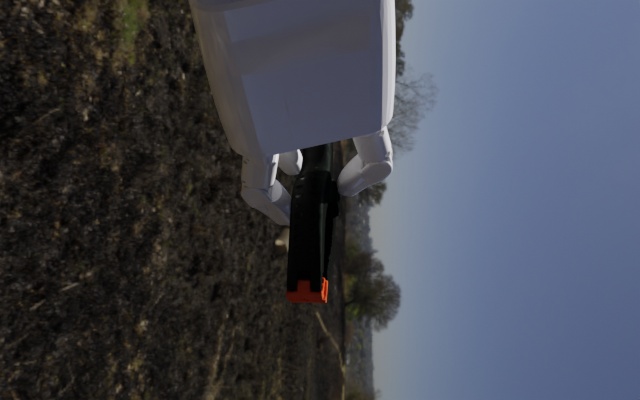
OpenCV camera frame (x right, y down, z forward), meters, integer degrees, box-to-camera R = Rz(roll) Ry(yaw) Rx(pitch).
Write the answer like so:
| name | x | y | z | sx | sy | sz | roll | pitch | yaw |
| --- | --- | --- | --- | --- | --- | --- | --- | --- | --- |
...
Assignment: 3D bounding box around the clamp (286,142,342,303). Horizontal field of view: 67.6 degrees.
| name | x | y | z | sx | sy | sz | roll | pitch | yaw |
| --- | --- | --- | --- | --- | --- | --- | --- | --- | --- |
| clamp | 0.001 | 0.002 | 0.419 | 0.036 | 0.209 | 0.165 | -1 | -37 | 8 |
